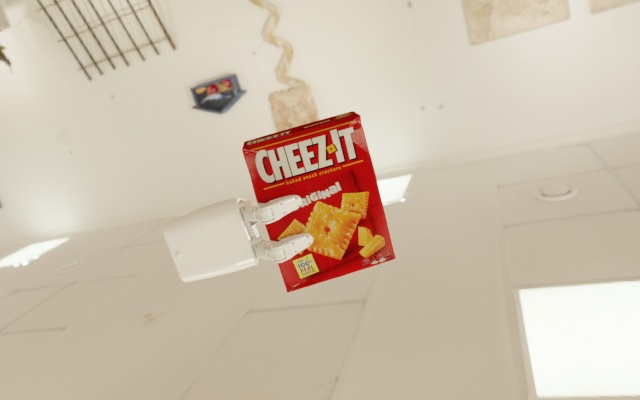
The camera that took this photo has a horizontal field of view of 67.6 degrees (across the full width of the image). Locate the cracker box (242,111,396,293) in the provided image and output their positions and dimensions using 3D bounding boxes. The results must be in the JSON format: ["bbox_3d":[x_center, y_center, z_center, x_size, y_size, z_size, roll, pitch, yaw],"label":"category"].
[{"bbox_3d":[0.000,0.002,0.667,0.164,0.214,0.072,-16,15,-2],"label":"cracker box"}]
